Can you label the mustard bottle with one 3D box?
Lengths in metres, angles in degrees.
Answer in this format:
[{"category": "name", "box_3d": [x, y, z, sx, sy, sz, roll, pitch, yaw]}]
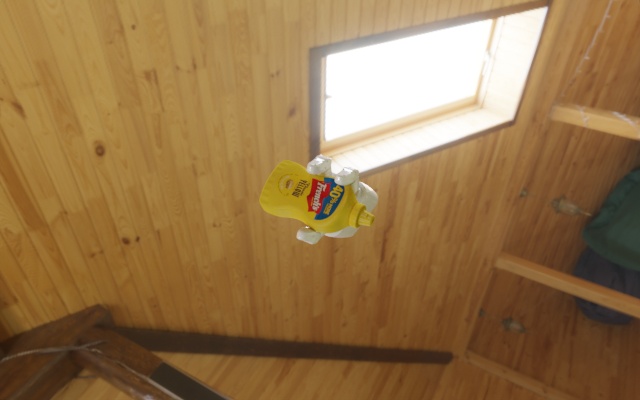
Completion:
[{"category": "mustard bottle", "box_3d": [0.000, 0.002, 0.796, 0.191, 0.096, 0.058, 20, -23, 22]}]
